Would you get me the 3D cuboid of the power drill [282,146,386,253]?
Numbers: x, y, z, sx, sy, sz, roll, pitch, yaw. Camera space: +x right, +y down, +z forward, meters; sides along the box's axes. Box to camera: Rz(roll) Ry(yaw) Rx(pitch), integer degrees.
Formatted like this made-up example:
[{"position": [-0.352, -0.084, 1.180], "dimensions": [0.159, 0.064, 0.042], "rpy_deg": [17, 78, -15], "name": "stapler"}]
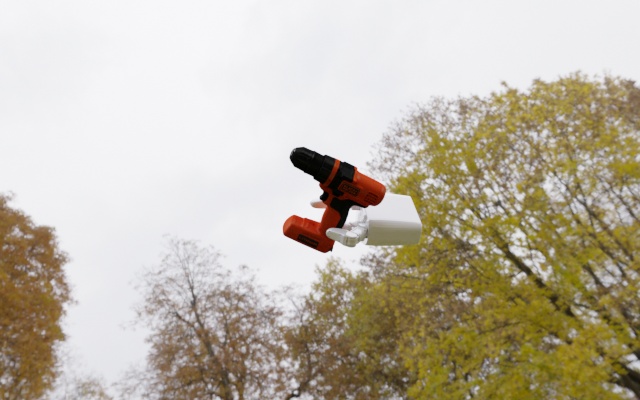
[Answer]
[{"position": [0.000, 0.003, 0.877], "dimensions": [0.184, 0.188, 0.057], "rpy_deg": [26, 37, -10], "name": "power drill"}]
